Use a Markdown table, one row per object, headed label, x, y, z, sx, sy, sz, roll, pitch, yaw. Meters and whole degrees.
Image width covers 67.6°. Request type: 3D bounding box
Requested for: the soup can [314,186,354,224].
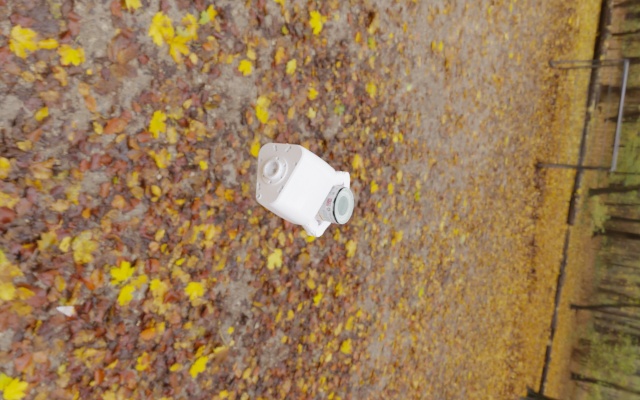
| label | x | y | z | sx | sy | sz | roll | pitch | yaw |
| --- | --- | --- | --- | --- | --- | --- | --- | --- | --- |
| soup can | 0.001 | 0.003 | 0.867 | 0.102 | 0.068 | 0.068 | 9 | 5 | 33 |
